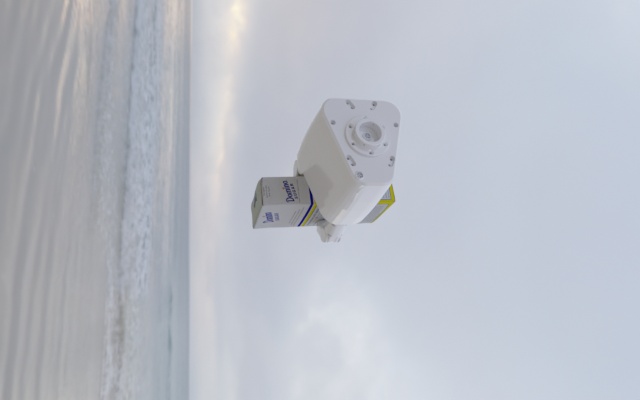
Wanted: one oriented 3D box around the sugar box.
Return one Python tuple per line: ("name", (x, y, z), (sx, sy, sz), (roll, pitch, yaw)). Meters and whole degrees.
("sugar box", (0.000, 0.002, 0.641), (0.176, 0.048, 0.093), (1, -22, -16))
